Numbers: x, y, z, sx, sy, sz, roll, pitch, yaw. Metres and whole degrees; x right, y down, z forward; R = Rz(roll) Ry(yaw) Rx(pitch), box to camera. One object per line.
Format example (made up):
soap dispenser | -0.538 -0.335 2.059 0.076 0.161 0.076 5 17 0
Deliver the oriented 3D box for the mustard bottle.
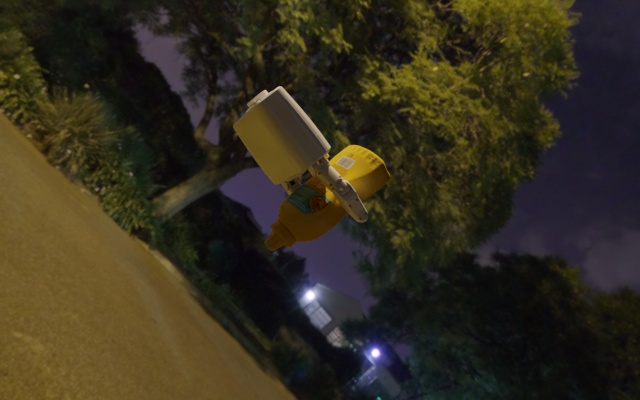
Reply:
mustard bottle | 0.000 0.002 0.668 0.191 0.058 0.096 -40 36 -12
